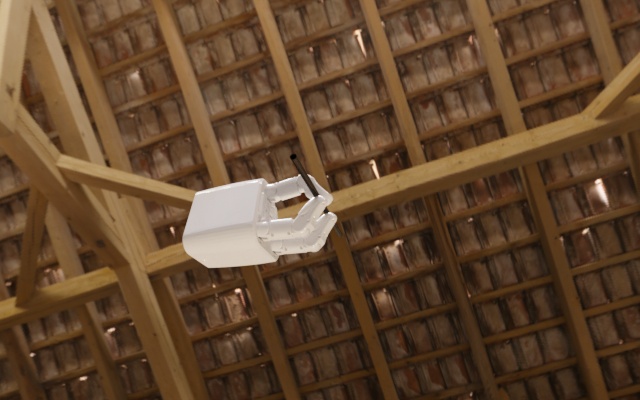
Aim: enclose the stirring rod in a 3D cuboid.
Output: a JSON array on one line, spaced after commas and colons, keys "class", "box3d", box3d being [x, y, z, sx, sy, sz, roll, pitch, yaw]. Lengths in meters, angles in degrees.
[{"class": "stirring rod", "box3d": [0.000, 0.002, 0.641, 0.011, 0.011, 0.240, 0, -25, 16]}]
